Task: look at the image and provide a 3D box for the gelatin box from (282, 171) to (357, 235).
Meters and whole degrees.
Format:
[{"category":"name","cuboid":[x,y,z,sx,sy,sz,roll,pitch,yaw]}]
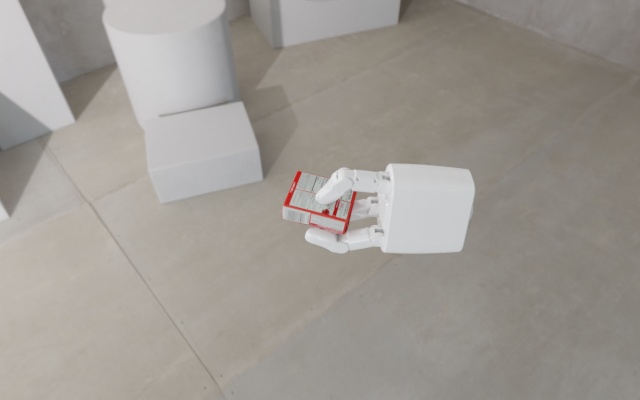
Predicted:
[{"category":"gelatin box","cuboid":[0.000,0.002,0.641,0.089,0.030,0.073,14,45,4]}]
